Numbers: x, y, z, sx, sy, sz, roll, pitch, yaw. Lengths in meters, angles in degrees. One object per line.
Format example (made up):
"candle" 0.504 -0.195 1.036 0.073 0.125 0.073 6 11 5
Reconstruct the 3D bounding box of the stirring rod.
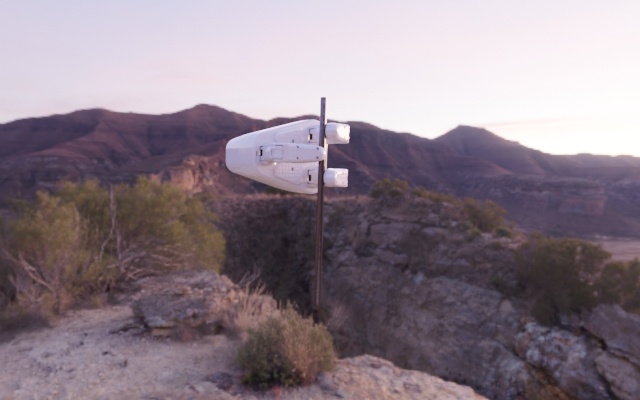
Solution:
"stirring rod" 0.000 0.002 0.555 0.011 0.239 0.011 2 3 0
